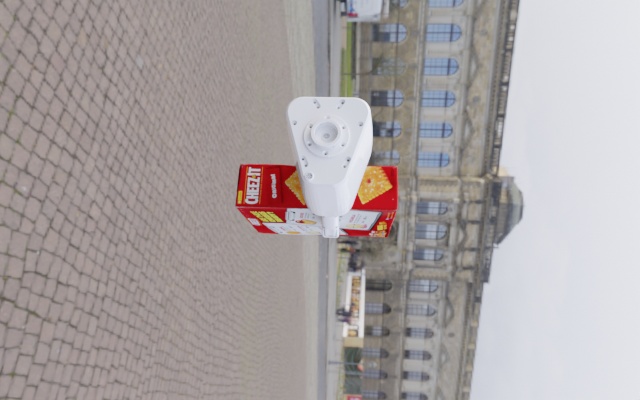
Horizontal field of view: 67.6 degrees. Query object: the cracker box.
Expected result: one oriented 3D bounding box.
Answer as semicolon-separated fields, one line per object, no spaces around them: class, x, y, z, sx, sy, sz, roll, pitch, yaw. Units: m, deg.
cracker box;0.000;0.002;0.704;0.214;0.072;0.164;2;-16;4
